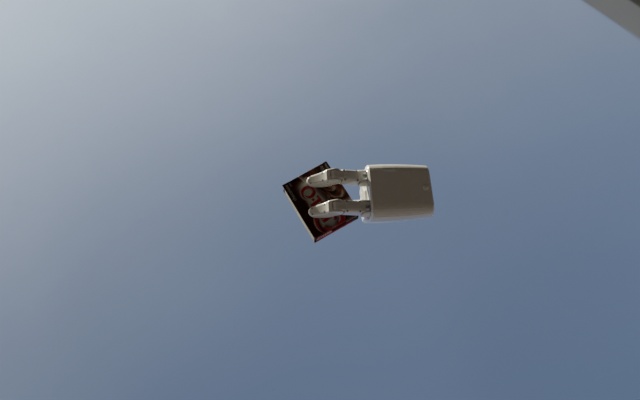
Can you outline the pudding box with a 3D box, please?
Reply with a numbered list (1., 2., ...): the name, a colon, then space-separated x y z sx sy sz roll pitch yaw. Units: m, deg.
1. pudding box: 0.000 0.003 0.819 0.090 0.113 0.039 -29 -18 -12
